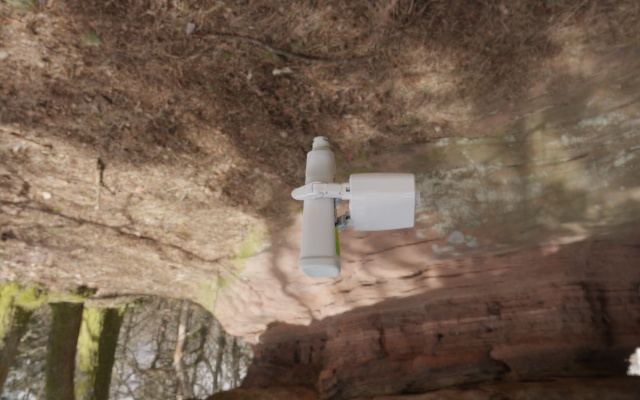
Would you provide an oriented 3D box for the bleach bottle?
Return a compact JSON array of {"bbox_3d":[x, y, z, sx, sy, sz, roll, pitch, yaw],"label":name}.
[{"bbox_3d":[0.000,0.003,0.839,0.068,0.250,0.103,-2,-19,6],"label":"bleach bottle"}]
